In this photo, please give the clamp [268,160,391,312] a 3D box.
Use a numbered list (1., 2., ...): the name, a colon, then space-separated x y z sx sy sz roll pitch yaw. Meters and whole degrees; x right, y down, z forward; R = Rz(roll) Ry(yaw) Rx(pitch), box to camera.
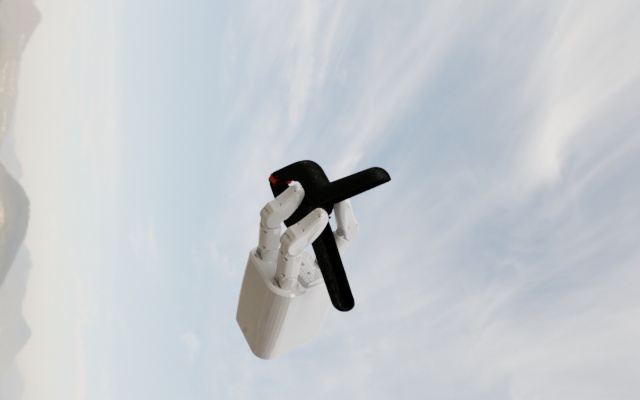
1. clamp: 0.000 0.002 0.558 0.036 0.165 0.210 1 30 -35
